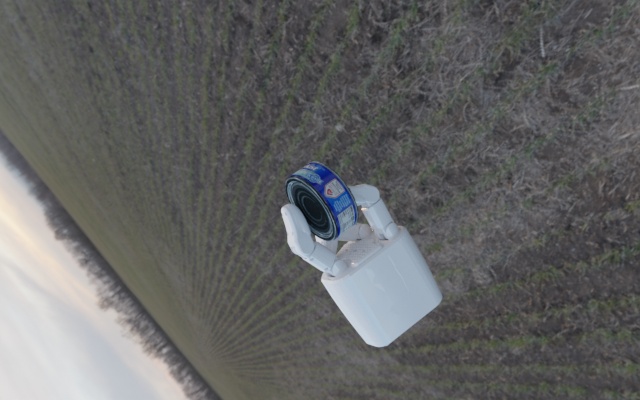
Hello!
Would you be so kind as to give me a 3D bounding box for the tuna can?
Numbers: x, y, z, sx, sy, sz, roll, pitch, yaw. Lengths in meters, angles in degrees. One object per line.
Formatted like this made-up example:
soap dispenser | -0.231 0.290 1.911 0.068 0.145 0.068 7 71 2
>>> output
tuna can | 0.000 0.002 0.522 0.033 0.086 0.086 -36 17 -25
